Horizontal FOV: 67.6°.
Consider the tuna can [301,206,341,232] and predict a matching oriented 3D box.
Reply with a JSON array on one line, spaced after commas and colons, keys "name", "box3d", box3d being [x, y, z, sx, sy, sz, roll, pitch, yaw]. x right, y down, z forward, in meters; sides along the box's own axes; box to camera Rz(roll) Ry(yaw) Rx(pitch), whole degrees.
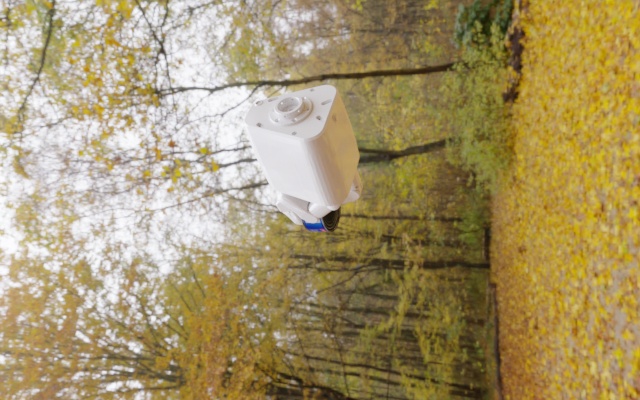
[{"name": "tuna can", "box3d": [0.000, 0.002, 0.681, 0.034, 0.086, 0.086, -2, -1, 21]}]
